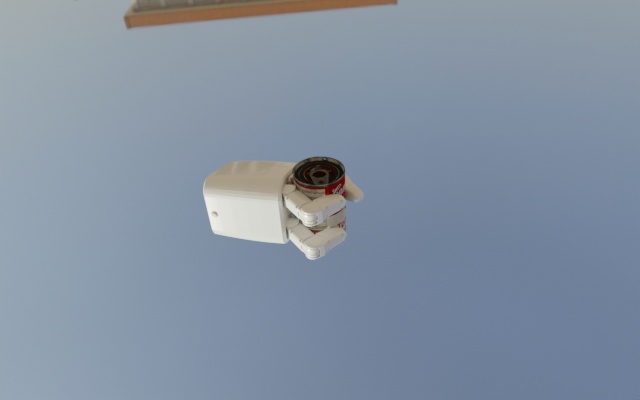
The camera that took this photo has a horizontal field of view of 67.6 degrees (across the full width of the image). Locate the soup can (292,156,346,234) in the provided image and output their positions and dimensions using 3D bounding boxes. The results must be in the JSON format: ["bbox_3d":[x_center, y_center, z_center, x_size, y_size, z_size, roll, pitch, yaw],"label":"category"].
[{"bbox_3d":[0.001,0.002,0.638,0.068,0.102,0.068,-2,36,2],"label":"soup can"}]
